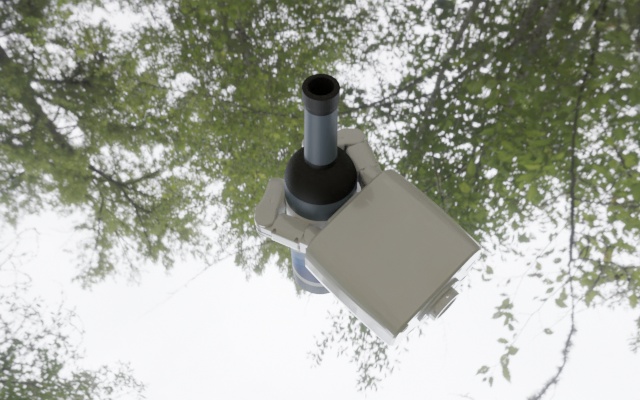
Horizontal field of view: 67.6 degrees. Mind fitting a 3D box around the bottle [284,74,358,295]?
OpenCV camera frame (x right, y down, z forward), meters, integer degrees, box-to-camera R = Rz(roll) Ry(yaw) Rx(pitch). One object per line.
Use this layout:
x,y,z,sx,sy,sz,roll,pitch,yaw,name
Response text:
0.000,0.002,0.460,0.069,0.069,0.296,0,-34,0,bottle
